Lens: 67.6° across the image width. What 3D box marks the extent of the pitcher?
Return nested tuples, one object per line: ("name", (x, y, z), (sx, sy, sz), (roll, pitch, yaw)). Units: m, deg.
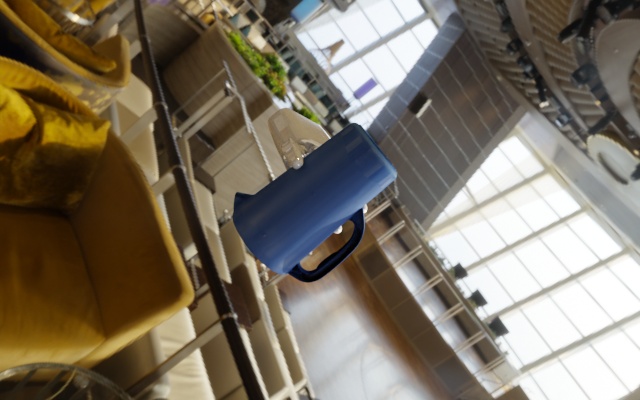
("pitcher", (0.000, 0.002, 0.739), (0.243, 0.145, 0.149), (-38, -44, 10))
